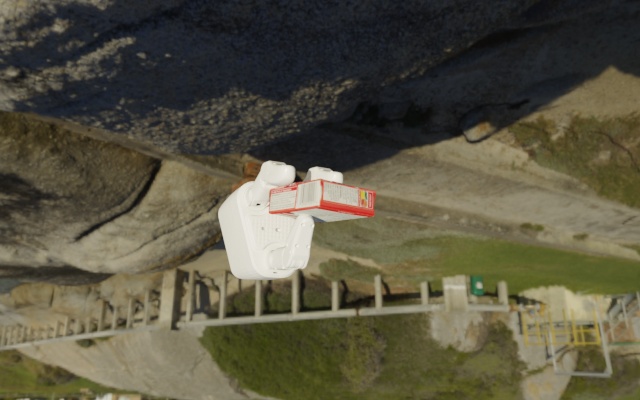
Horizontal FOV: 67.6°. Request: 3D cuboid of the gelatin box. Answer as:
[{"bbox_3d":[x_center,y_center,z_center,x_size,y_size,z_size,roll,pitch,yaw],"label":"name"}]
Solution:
[{"bbox_3d":[0.000,0.002,0.491,0.073,0.030,0.089,11,-12,-38],"label":"gelatin box"}]
